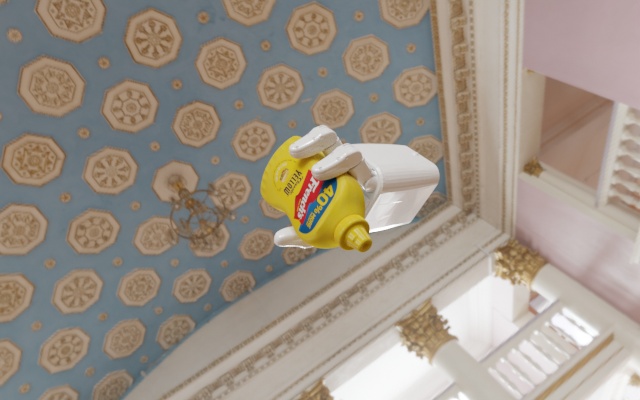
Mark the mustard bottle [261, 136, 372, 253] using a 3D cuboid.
[{"bbox_3d":[0.000,0.002,0.574,0.058,0.096,0.191,23,15,-43],"label":"mustard bottle"}]
